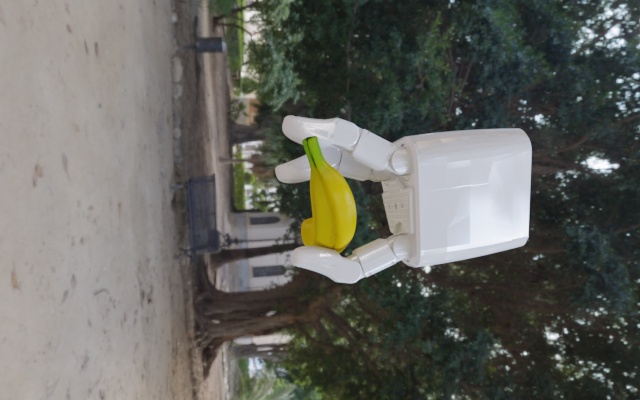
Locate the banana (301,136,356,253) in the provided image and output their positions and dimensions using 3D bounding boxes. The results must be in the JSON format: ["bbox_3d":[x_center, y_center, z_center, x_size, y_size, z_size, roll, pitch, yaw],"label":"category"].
[{"bbox_3d":[0.005,0.017,0.435,0.037,0.069,0.198,-12,-22,-9],"label":"banana"}]
